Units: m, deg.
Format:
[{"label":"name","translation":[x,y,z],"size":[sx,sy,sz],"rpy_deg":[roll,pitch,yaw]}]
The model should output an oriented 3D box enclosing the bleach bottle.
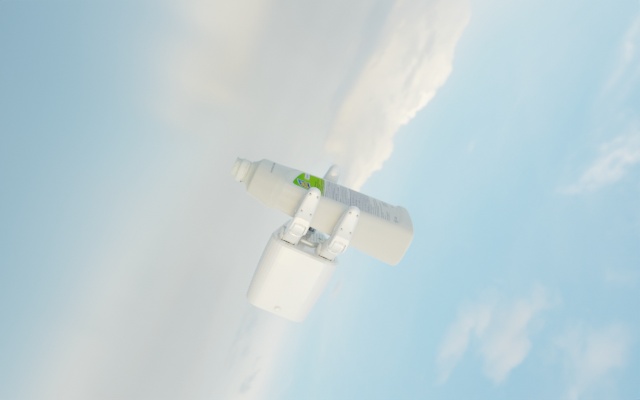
[{"label":"bleach bottle","translation":[0.000,0.002,0.651],"size":[0.251,0.068,0.102],"rpy_deg":[24,19,-8]}]
